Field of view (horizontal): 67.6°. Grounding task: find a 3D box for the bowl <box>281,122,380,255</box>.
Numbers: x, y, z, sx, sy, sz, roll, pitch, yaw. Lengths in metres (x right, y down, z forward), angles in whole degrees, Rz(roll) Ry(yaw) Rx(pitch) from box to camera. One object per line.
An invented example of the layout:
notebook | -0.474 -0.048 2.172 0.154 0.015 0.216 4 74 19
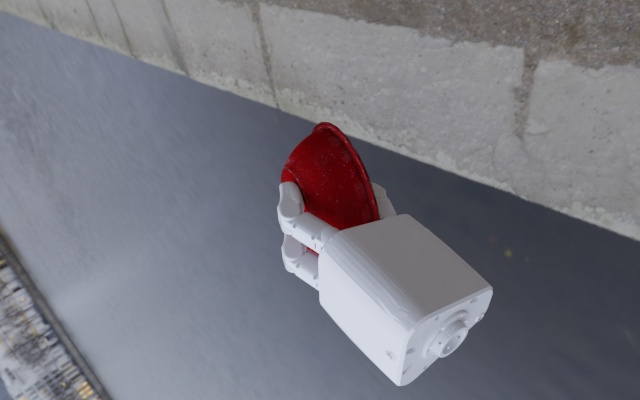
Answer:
bowl | -0.001 0.001 0.507 0.055 0.162 0.162 -18 6 -18
